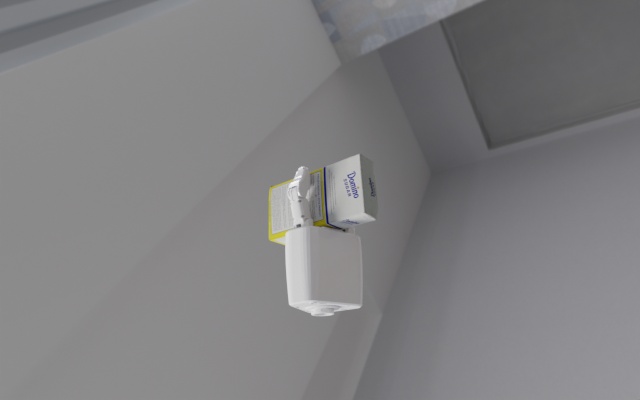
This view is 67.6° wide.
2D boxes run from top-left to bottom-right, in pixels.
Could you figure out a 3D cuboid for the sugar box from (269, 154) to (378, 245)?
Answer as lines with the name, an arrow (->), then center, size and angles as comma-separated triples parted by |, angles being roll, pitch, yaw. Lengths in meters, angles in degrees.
sugar box -> 0.000, 0.003, 0.718 | 0.176, 0.093, 0.048 | -16, -25, 31
